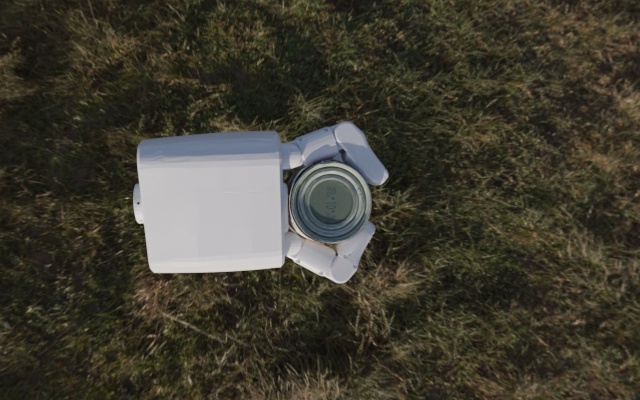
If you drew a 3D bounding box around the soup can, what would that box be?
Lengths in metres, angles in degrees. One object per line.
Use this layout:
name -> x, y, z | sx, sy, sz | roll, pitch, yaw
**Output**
soup can -> 0.001, 0.001, 0.420 | 0.068, 0.068, 0.102 | 0, 0, -10
